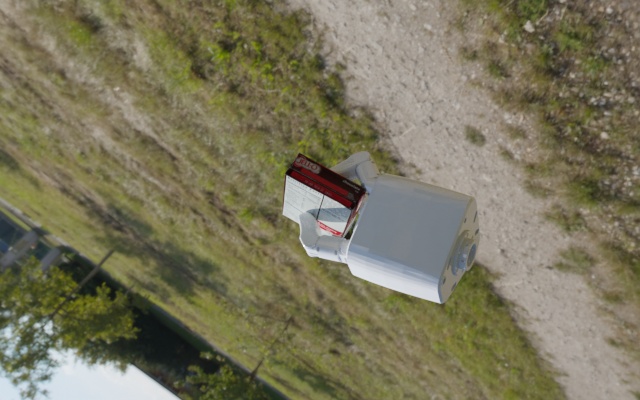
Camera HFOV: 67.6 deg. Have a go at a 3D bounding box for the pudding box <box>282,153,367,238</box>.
[{"bbox_3d":[0.000,0.002,0.582,0.090,0.039,0.113,30,-28,8],"label":"pudding box"}]
